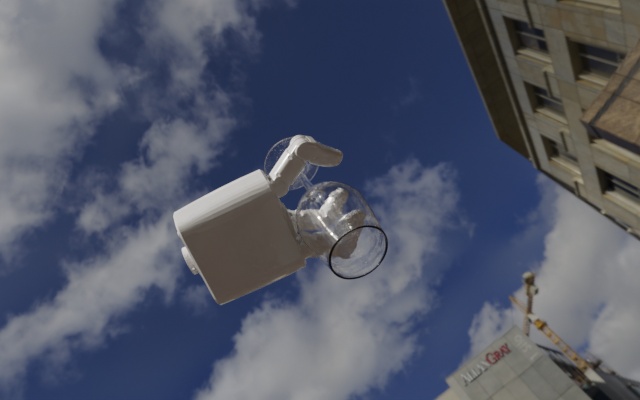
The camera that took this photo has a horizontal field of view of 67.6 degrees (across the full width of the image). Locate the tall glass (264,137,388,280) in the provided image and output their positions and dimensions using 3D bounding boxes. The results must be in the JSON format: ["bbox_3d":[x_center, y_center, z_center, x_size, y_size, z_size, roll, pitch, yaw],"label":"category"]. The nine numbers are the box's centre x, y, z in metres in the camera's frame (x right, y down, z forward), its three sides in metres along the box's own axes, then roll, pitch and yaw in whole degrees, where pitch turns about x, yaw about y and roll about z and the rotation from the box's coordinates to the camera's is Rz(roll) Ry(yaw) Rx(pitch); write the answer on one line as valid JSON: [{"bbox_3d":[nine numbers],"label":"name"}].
[{"bbox_3d":[0.000,0.001,0.526,0.079,0.079,0.201,0,29,-25],"label":"tall glass"}]
